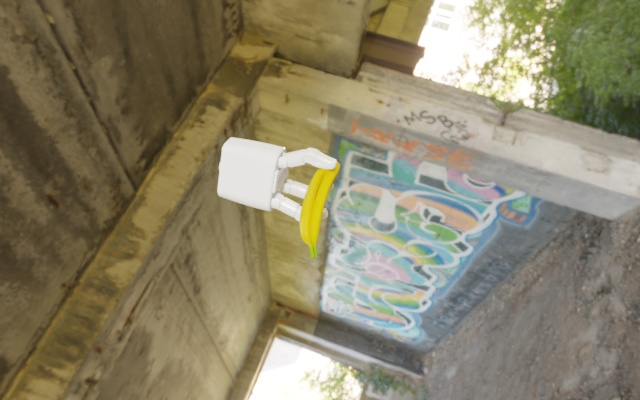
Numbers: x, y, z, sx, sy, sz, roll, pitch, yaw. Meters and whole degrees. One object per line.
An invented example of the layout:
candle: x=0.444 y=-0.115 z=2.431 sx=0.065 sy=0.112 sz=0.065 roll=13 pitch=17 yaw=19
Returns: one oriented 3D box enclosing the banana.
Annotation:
banana: x=-0.003 y=-0.005 z=0.817 sx=0.037 sy=0.197 sz=0.070 roll=9 pitch=-31 yaw=13
